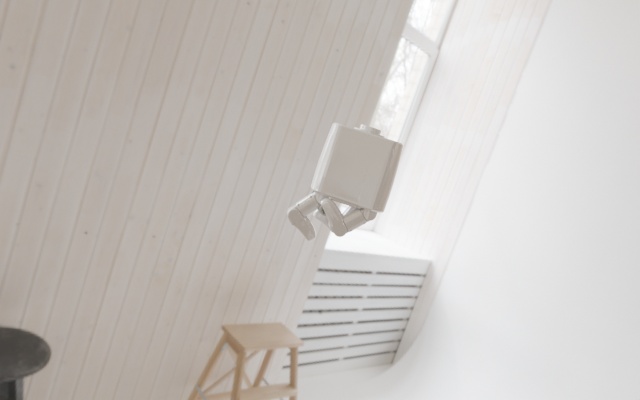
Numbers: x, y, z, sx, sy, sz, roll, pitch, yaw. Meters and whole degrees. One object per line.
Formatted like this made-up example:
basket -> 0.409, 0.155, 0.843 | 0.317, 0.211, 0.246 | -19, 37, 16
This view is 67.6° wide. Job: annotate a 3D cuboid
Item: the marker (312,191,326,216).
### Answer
marker -> 0.000, 0.003, 0.765 | 0.020, 0.020, 0.121 | 0, 11, -8
